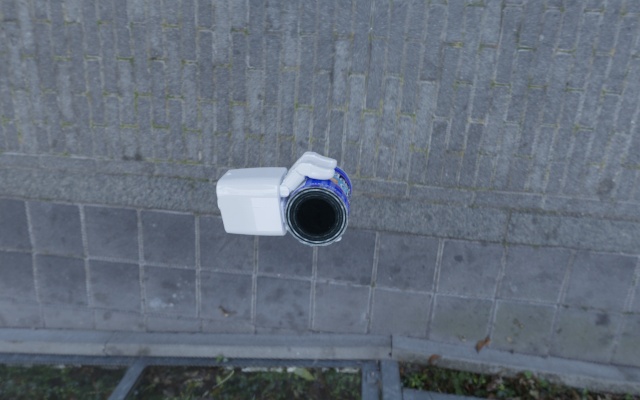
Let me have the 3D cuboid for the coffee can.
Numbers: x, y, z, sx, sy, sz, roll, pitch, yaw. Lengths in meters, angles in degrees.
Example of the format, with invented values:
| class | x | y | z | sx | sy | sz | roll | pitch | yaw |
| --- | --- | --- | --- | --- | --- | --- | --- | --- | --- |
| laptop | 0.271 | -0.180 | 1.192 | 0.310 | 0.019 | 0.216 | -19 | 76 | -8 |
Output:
| class | x | y | z | sx | sy | sz | roll | pitch | yaw |
| --- | --- | --- | --- | --- | --- | --- | --- | --- | --- |
| coffee can | 0.000 | 0.003 | 0.816 | 0.103 | 0.103 | 0.140 | 0 | 20 | 6 |
